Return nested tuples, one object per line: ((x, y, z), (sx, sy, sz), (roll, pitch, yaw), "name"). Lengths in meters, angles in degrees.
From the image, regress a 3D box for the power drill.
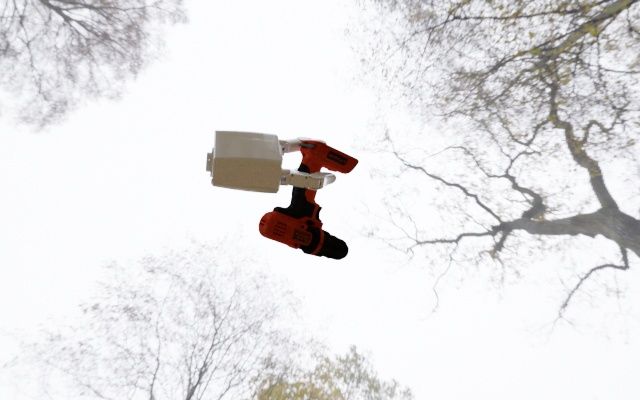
((0.000, 0.002, 0.829), (0.184, 0.187, 0.057), (22, -5, -34), "power drill")
